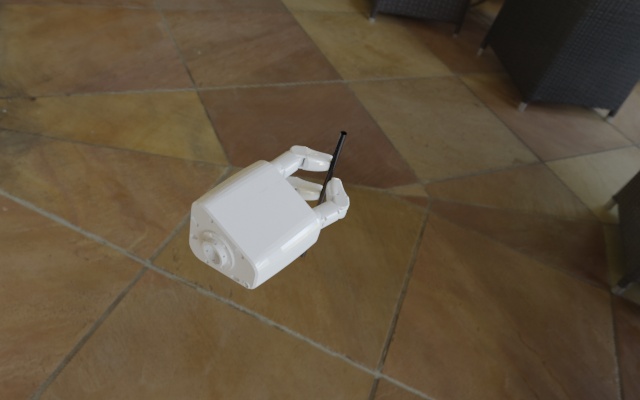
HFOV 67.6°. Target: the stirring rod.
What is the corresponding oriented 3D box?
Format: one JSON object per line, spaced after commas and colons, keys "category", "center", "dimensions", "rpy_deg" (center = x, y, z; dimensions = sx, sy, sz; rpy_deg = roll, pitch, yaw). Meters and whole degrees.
{"category": "stirring rod", "center": [0.000, 0.002, 0.653], "dimensions": [0.011, 0.011, 0.240], "rpy_deg": [0, -43, -18]}
